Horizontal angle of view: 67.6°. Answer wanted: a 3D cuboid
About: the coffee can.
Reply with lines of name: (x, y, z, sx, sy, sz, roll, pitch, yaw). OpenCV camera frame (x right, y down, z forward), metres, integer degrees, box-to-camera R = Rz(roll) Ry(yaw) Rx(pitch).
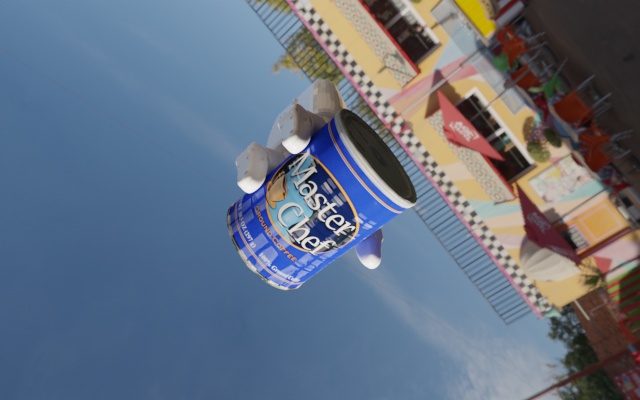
coffee can: (0.000, 0.001, 0.432, 0.140, 0.102, 0.103, -38, -16, 21)
